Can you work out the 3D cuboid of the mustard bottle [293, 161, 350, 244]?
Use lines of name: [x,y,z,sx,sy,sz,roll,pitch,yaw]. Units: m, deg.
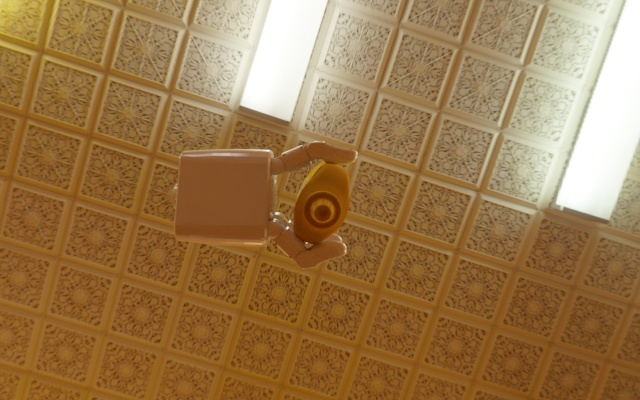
mustard bottle: [0.000,0.002,0.576,0.058,0.096,0.191,27,5,-3]
